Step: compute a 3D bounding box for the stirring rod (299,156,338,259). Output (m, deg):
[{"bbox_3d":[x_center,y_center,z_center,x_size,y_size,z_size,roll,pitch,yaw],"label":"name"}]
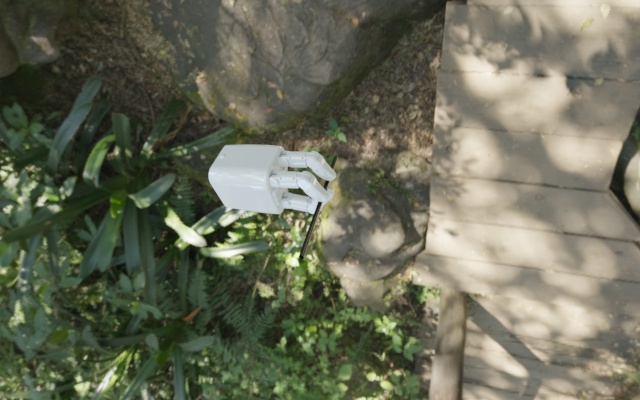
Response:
[{"bbox_3d":[0.000,0.002,0.775,0.011,0.011,0.239,0,41,18],"label":"stirring rod"}]
